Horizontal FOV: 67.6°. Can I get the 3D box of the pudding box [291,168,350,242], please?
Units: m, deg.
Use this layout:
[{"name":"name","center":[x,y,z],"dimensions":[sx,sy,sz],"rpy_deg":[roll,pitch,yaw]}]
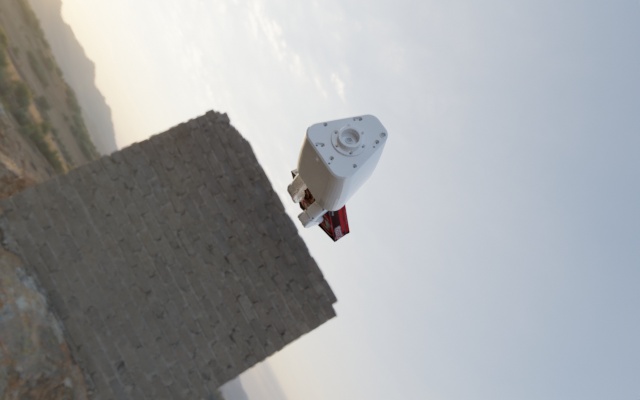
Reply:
[{"name":"pudding box","center":[0.000,0.002,0.797],"dimensions":[0.039,0.090,0.113],"rpy_deg":[-28,46,-18]}]
